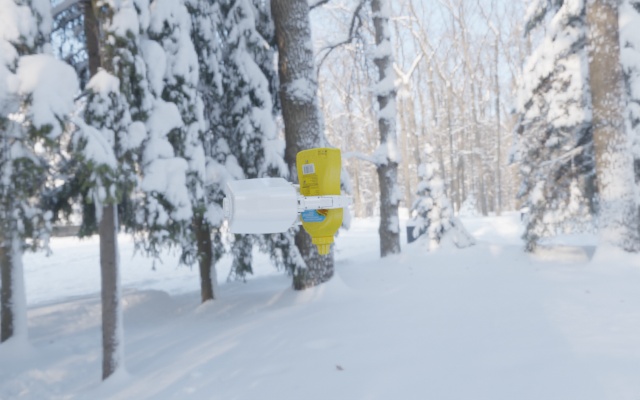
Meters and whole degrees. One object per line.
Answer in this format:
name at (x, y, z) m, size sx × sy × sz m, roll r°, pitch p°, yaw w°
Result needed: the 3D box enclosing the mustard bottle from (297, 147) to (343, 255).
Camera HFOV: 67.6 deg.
mustard bottle at (0.000, 0.003, 0.874) m, size 0.058 × 0.191 × 0.096 m, roll -2°, pitch -1°, yaw -42°
